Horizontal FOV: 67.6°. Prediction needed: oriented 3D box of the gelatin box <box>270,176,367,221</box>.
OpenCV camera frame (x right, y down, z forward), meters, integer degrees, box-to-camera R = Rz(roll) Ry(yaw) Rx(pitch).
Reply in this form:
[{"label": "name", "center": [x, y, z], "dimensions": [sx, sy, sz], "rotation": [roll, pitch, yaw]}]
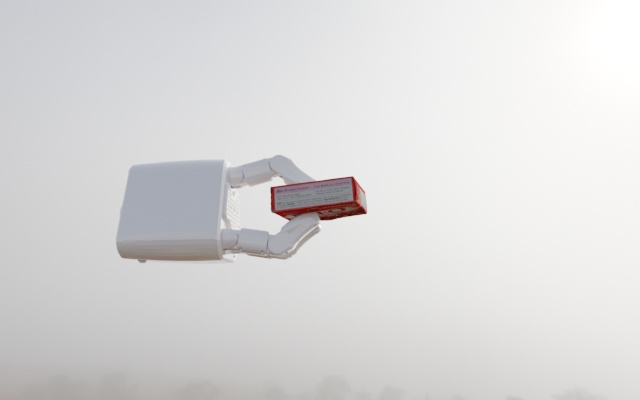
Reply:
[{"label": "gelatin box", "center": [0.000, 0.001, 0.503], "dimensions": [0.089, 0.030, 0.073], "rotation": [-8, -13, 12]}]
